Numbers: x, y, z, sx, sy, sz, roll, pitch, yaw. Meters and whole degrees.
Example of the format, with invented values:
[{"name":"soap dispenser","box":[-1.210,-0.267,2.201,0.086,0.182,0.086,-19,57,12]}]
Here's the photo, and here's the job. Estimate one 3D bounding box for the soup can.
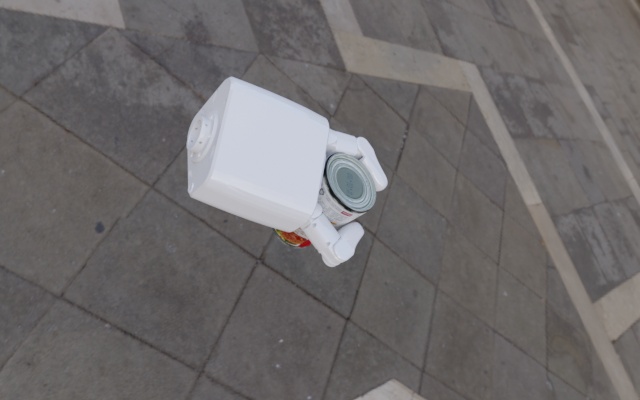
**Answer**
[{"name":"soup can","box":[0.001,0.002,0.502,0.068,0.068,0.102,0,-24,-42]}]
